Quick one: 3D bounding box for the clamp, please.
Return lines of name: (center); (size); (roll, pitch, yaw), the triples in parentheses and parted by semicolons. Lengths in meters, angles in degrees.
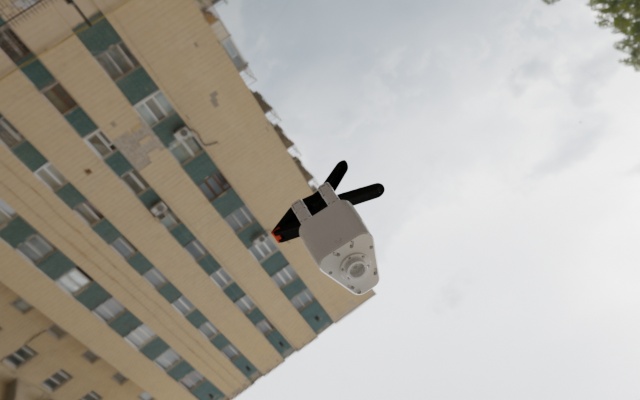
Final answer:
clamp: (0.000, 0.004, 0.879); (0.210, 0.036, 0.164); (-33, 28, -1)
